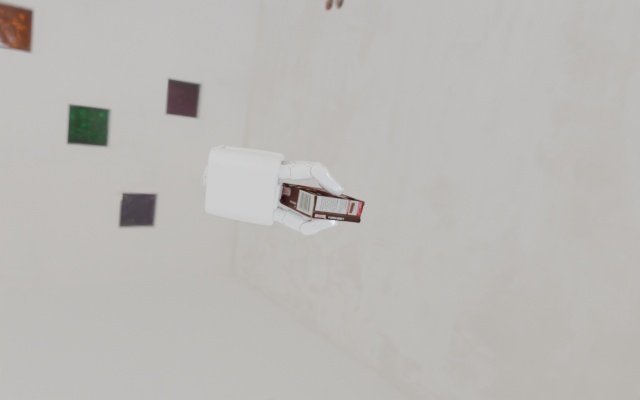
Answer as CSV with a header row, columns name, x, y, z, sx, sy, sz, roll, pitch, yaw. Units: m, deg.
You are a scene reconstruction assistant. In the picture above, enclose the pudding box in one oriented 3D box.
name,x,y,z,sx,sy,sz,roll,pitch,yaw
pudding box,0.000,0.003,0.742,0.090,0.039,0.113,6,10,-30
